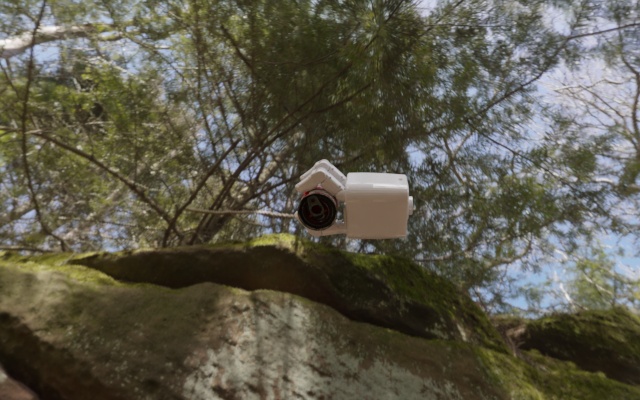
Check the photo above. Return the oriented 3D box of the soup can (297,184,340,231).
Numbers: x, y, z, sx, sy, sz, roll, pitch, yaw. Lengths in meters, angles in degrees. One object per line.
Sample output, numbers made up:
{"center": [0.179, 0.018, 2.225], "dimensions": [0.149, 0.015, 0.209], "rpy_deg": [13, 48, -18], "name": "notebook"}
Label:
{"center": [0.000, 0.003, 0.846], "dimensions": [0.068, 0.068, 0.102], "rpy_deg": [0, 20, 7], "name": "soup can"}
